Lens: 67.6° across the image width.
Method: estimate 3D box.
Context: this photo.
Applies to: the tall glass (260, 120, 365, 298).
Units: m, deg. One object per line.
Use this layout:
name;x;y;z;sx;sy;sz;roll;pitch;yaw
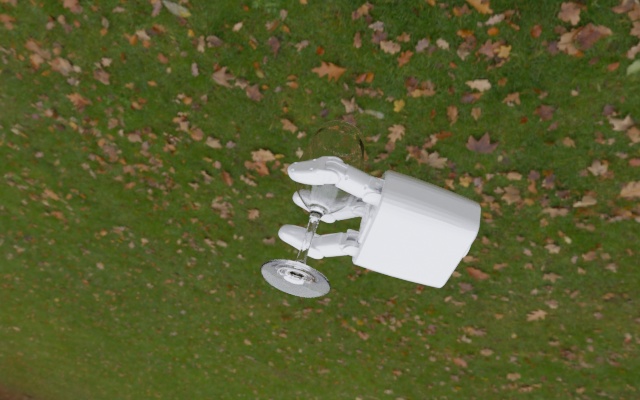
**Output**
tall glass;0.000;0.002;0.535;0.079;0.201;0.079;12;-34;8
